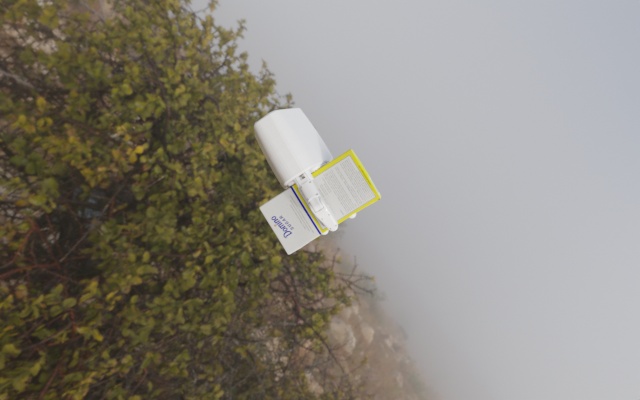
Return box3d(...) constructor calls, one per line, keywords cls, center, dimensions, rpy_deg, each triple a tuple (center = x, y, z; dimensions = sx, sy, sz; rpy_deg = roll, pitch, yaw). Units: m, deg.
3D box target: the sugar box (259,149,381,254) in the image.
box3d(cls="sugar box", center=(0.000, 0.002, 0.773), dimensions=(0.176, 0.093, 0.048), rpy_deg=(-31, -1, 10))
